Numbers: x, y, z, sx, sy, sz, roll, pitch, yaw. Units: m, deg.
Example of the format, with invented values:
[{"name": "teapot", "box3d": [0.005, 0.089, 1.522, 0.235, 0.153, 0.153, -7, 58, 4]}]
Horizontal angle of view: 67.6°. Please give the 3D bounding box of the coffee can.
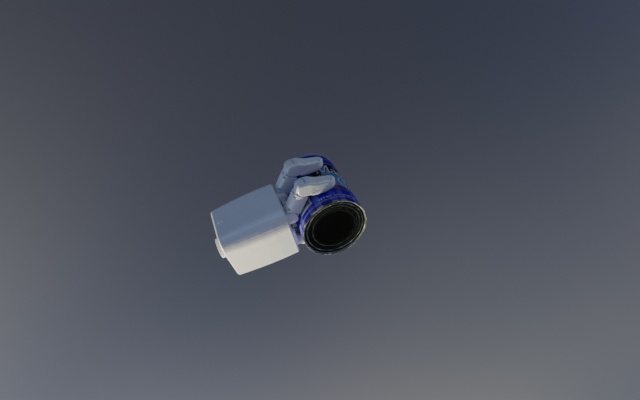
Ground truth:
[{"name": "coffee can", "box3d": [0.000, 0.002, 0.766, 0.103, 0.103, 0.140, 0, 34, -23]}]
